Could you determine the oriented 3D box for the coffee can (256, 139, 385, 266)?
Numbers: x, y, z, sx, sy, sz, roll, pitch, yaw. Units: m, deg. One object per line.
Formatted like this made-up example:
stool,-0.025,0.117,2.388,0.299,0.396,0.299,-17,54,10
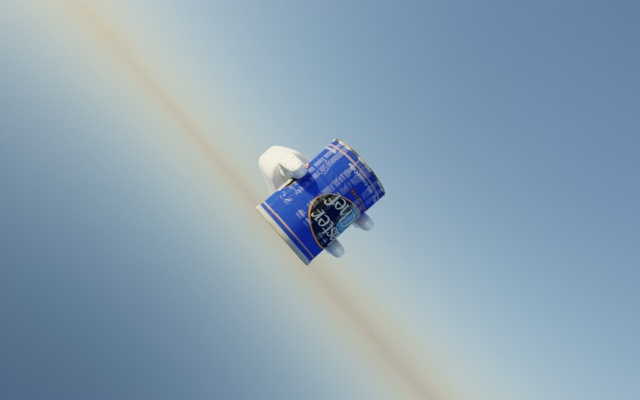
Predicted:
coffee can,0.000,0.002,0.636,0.140,0.103,0.103,-42,5,-6
